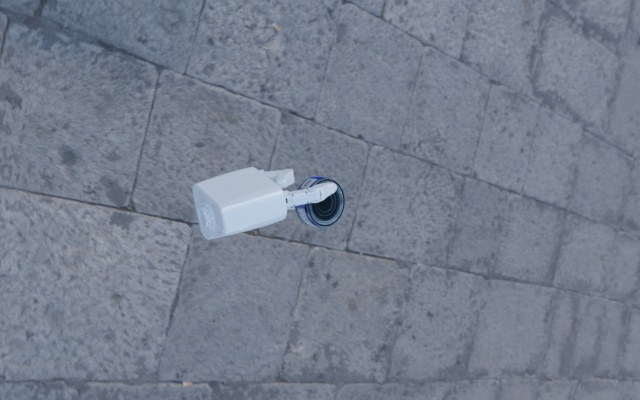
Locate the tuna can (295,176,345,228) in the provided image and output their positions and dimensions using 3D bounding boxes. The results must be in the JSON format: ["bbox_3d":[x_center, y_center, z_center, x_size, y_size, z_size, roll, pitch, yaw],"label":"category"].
[{"bbox_3d":[0.001,0.003,0.806,0.086,0.086,0.034,0,5,-38],"label":"tuna can"}]
